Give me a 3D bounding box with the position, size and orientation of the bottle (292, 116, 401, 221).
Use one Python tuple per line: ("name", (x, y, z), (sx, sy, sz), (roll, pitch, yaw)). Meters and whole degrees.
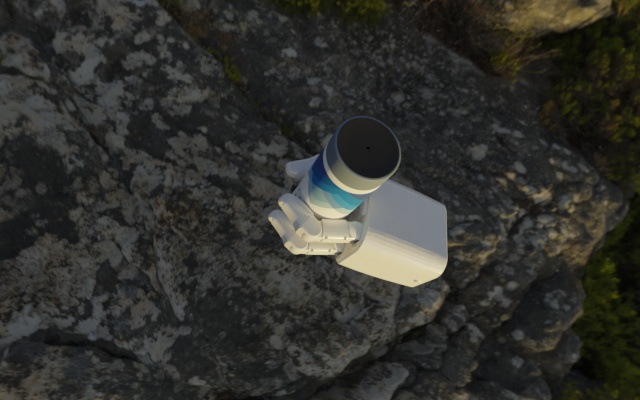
("bottle", (0.000, 0.002, 0.568), (0.069, 0.069, 0.296), (0, -20, -19))
